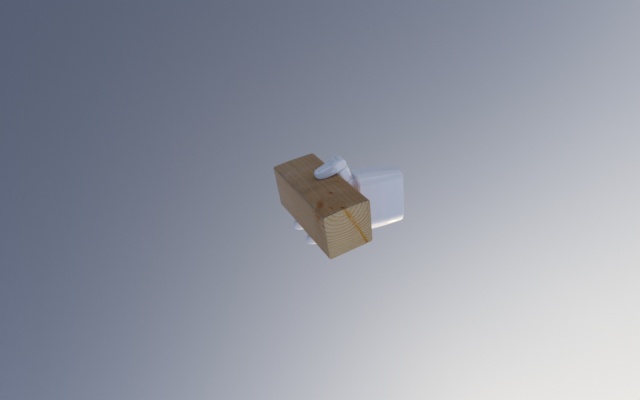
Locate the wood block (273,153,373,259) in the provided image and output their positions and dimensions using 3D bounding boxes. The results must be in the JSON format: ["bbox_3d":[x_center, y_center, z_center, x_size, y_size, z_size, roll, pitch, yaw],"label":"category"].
[{"bbox_3d":[0.001,0.003,0.873,0.090,0.091,0.206,-22,36,-19],"label":"wood block"}]
